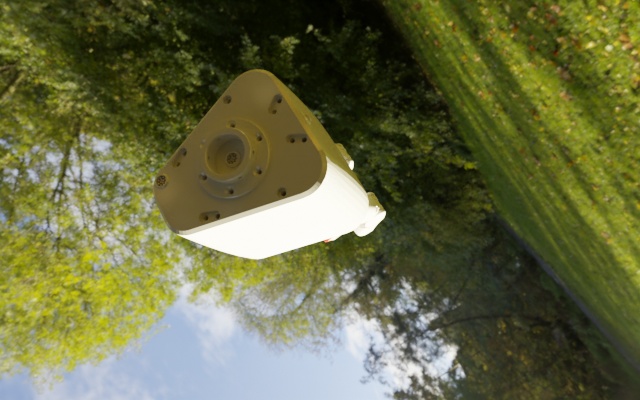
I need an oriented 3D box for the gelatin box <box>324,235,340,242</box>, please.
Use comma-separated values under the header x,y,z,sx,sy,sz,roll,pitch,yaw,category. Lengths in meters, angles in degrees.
x,y,z,sx,sy,sz,roll,pitch,yaw,category
0.000,0.002,0.461,0.030,0.073,0.089,-34,-6,3,gelatin box
